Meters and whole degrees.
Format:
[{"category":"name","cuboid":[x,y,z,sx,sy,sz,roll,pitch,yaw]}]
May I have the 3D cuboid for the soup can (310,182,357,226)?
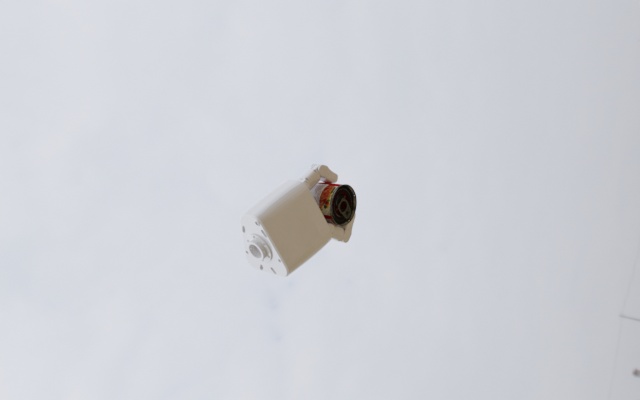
[{"category":"soup can","cuboid":[0.000,0.002,0.797,0.102,0.068,0.068,8,5,40]}]
